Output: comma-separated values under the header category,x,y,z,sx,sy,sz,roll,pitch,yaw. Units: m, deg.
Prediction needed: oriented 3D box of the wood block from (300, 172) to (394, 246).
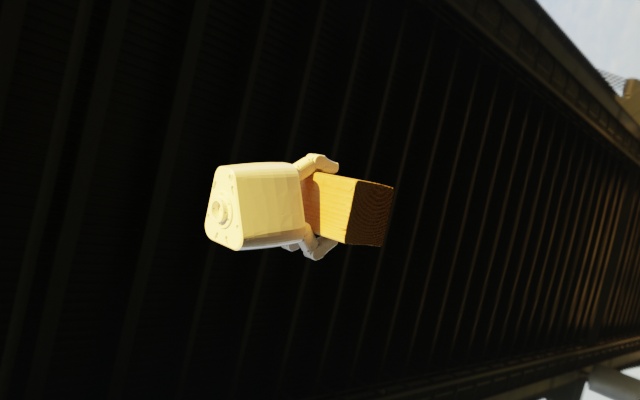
category,x,y,z,sx,sy,sz,roll,pitch,yaw
wood block,0.000,0.002,0.746,0.090,0.091,0.206,9,4,-45
